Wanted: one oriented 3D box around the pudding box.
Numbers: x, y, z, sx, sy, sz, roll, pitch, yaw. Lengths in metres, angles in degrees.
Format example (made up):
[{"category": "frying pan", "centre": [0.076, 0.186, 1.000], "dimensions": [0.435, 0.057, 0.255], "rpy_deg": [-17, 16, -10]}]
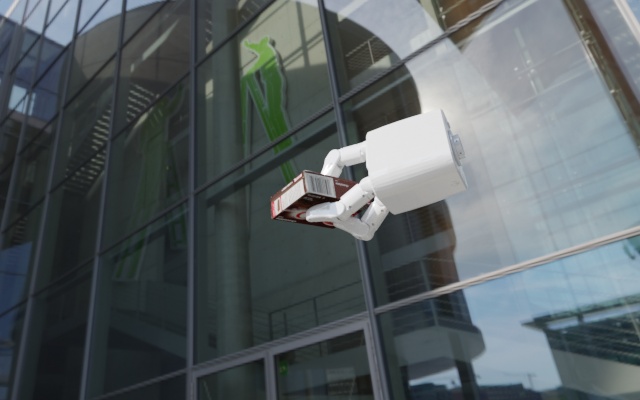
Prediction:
[{"category": "pudding box", "centre": [0.000, 0.002, 0.669], "dimensions": [0.113, 0.039, 0.090], "rpy_deg": [13, -33, -33]}]
